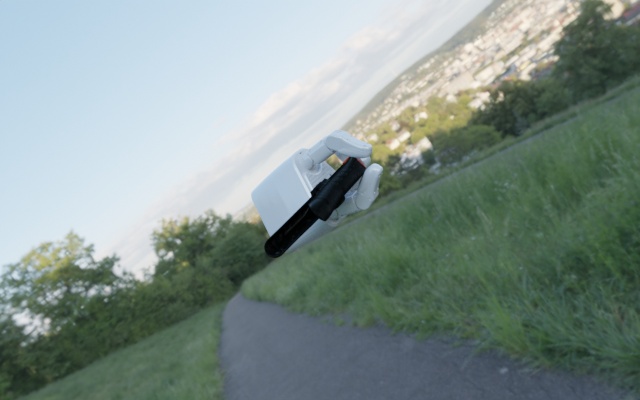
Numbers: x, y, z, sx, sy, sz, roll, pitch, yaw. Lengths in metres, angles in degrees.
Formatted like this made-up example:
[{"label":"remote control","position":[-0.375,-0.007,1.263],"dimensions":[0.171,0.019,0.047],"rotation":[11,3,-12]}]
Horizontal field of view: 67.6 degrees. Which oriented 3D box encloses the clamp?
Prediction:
[{"label":"clamp","position":[0.000,0.001,0.571],"dimensions":[0.120,0.039,0.171],"rotation":[-34,6,37]}]
